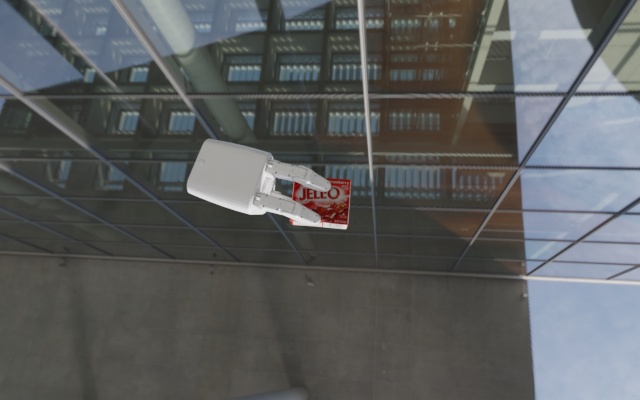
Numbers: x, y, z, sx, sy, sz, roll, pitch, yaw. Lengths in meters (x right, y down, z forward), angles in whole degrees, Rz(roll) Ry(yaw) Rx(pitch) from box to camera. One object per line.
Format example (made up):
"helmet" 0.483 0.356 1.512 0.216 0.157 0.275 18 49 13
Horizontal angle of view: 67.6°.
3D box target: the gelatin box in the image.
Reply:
"gelatin box" 0.000 0.003 0.736 0.089 0.073 0.030 5 -17 0
